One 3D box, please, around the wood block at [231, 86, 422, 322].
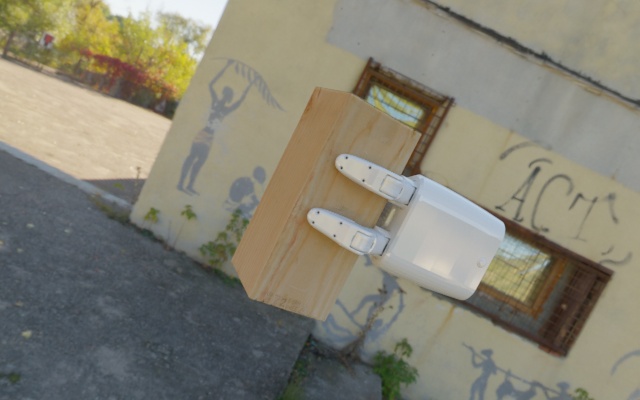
[{"bbox_3d":[0.000,0.002,0.482,0.090,0.206,0.090,24,6,-26],"label":"wood block"}]
